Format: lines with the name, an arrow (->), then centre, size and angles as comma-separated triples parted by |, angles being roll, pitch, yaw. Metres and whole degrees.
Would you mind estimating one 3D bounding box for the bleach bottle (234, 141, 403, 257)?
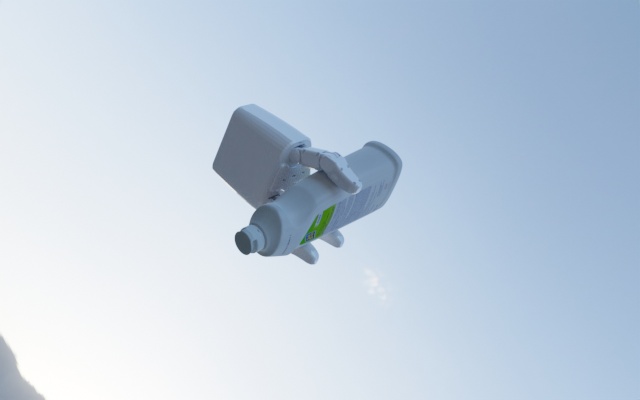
bleach bottle -> 0.000, 0.002, 0.597 | 0.068, 0.103, 0.250 | 38, 40, 25
